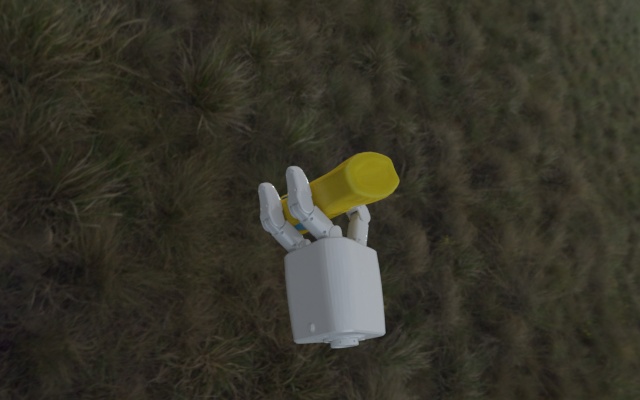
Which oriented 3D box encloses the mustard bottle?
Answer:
[{"bbox_3d":[0.000,0.002,0.605,0.192,0.058,0.096,-27,-7,42],"label":"mustard bottle"}]
